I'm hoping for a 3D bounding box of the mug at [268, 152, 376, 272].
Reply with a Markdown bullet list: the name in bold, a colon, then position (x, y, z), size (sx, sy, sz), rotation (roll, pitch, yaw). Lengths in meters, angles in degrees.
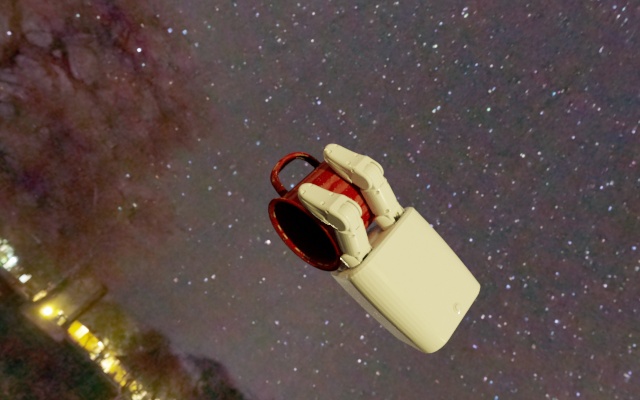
- **mug**: position (-0.001, 0.000, 0.482), size (0.081, 0.117, 0.093), rotation (-44, 4, -29)
